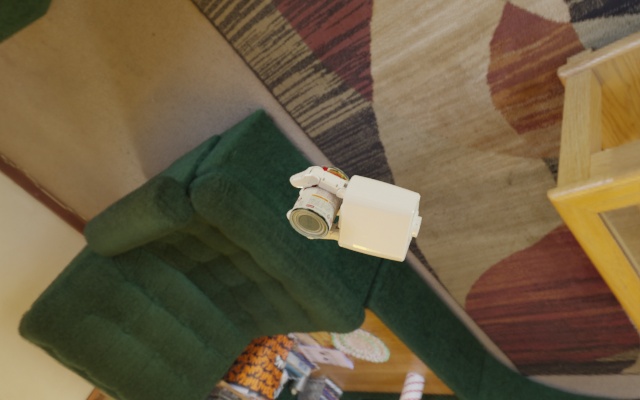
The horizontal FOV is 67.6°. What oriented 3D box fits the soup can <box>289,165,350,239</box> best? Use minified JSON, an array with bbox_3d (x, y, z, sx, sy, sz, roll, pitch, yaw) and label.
[{"bbox_3d":[0.000,0.002,0.760,0.068,0.068,0.102,0,43,30],"label":"soup can"}]
